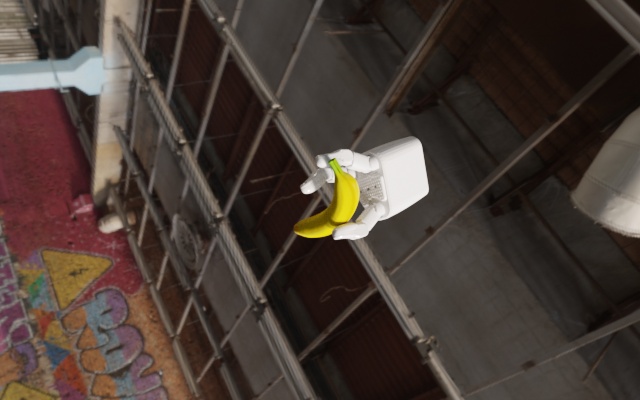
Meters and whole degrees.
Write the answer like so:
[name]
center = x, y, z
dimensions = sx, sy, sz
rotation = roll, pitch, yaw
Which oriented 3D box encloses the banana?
[banana]
center = 0.014, 0.014, 0.735
dimensions = 0.037, 0.069, 0.198
rotation = -33, -17, -37
